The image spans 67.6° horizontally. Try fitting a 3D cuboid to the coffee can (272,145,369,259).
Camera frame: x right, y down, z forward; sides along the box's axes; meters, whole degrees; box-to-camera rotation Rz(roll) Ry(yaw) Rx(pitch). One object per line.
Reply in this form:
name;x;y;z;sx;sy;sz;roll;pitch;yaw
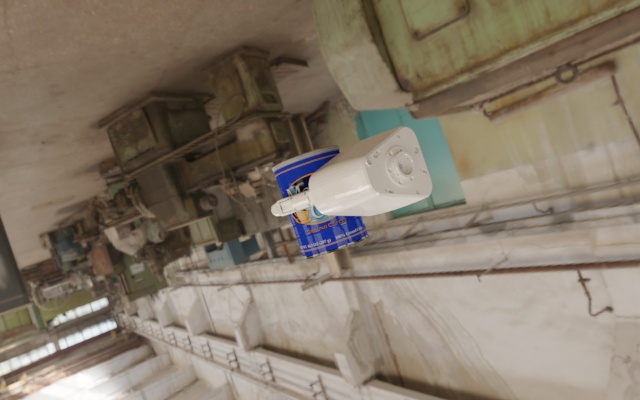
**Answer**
coffee can;0.000;0.002;0.698;0.103;0.140;0.103;-19;0;0
